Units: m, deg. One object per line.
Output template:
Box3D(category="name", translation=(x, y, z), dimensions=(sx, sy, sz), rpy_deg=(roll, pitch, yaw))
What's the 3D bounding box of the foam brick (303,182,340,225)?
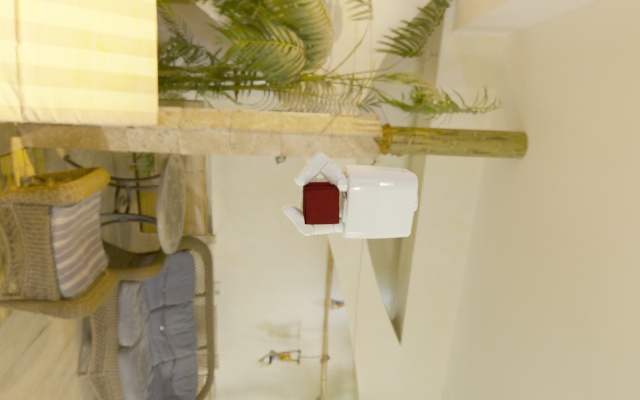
Box3D(category="foam brick", translation=(0.000, 0.003, 0.718), dimensions=(0.051, 0.053, 0.078), rpy_deg=(0, 12, -4))
